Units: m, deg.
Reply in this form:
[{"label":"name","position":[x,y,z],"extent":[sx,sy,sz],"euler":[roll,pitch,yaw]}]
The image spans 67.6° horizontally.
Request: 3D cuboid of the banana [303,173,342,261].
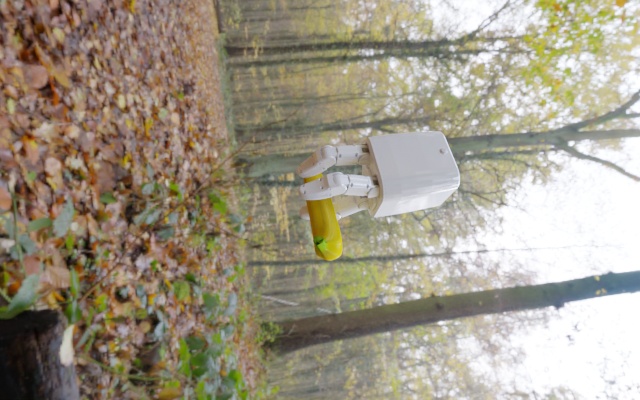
[{"label":"banana","position":[0.003,0.019,0.629],"extent":[0.037,0.070,0.197],"euler":[-10,32,-2]}]
